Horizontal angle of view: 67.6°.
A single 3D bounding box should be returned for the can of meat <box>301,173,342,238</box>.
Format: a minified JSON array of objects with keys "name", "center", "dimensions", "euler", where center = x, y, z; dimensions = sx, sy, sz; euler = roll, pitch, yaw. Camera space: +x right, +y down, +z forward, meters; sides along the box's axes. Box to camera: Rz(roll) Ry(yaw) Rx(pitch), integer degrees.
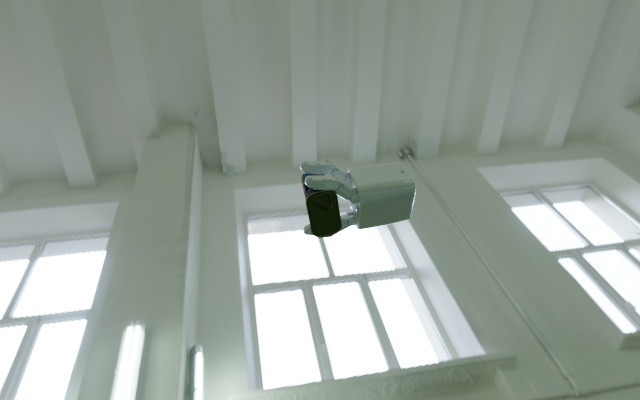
[{"name":"can of meat","center":[0.000,0.003,0.886],"dimensions":[0.057,0.102,0.084],"euler":[-12,35,-3]}]
